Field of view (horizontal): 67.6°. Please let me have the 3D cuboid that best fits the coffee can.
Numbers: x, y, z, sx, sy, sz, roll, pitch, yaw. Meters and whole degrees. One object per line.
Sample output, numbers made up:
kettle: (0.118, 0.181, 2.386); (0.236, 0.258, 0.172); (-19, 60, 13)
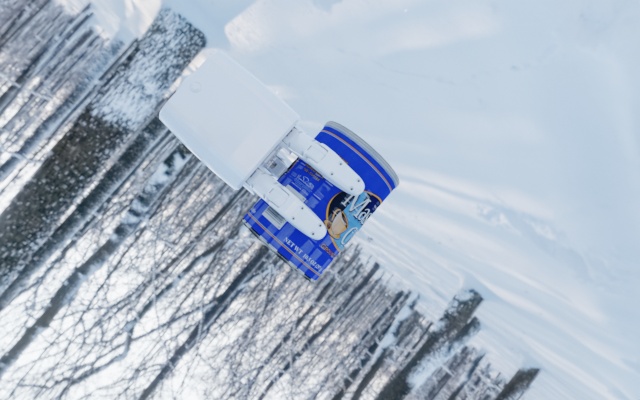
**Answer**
coffee can: (0.000, 0.002, 0.509); (0.103, 0.140, 0.103); (41, -4, 4)
